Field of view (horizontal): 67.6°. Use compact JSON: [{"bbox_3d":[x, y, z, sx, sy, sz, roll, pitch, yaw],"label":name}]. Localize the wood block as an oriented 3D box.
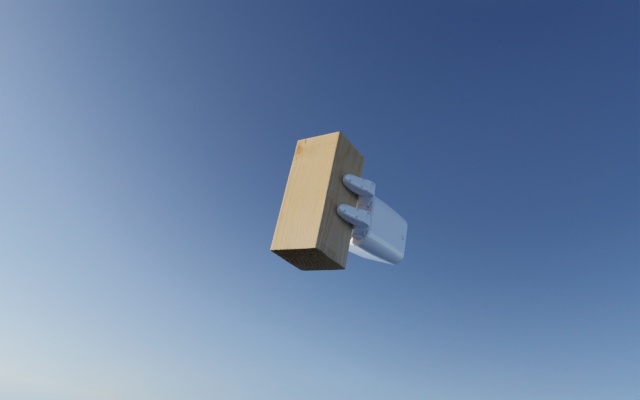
[{"bbox_3d":[0.000,0.003,0.786,0.091,0.206,0.090,-8,-32,34],"label":"wood block"}]
